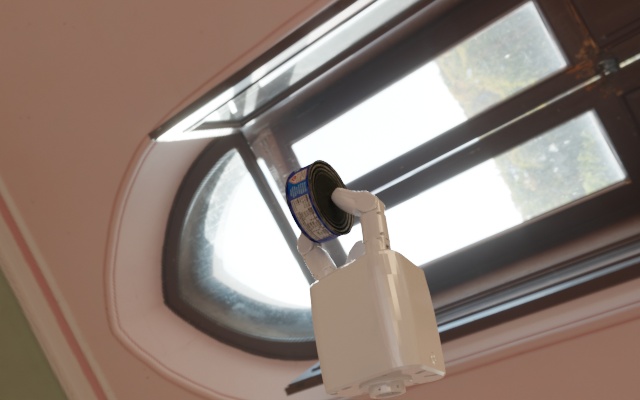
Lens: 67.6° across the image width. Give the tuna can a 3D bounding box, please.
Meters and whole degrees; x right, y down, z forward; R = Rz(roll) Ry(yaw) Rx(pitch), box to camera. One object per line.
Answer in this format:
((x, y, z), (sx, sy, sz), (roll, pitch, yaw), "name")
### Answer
((0.000, 0.002, 0.513), (0.034, 0.086, 0.086), (-23, -11, 27), "tuna can")
